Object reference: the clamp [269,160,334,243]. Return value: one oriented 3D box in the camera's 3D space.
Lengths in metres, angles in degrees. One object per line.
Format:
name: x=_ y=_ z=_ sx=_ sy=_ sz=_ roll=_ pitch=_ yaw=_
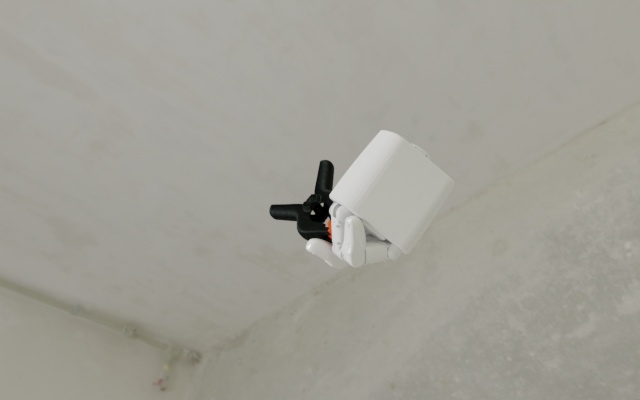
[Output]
clamp: x=0.000 y=0.002 z=0.662 sx=0.039 sy=0.120 sz=0.171 roll=41 pitch=-4 yaw=-34
